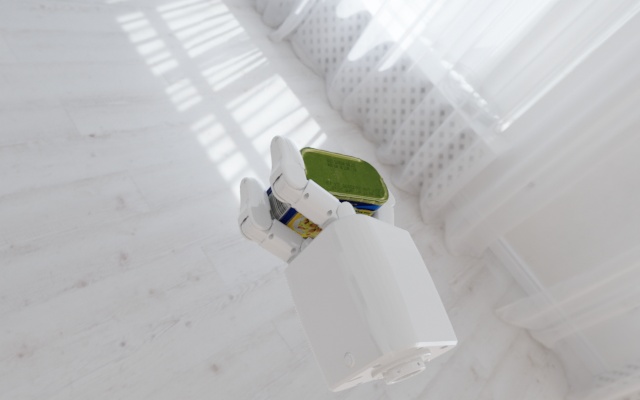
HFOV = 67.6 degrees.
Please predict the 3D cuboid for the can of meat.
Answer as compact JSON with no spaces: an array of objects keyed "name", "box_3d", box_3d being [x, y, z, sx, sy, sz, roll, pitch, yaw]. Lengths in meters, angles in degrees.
[{"name":"can of meat","box_3d":[0.000,0.001,0.441,0.102,0.057,0.084,7,-39,-38]}]
